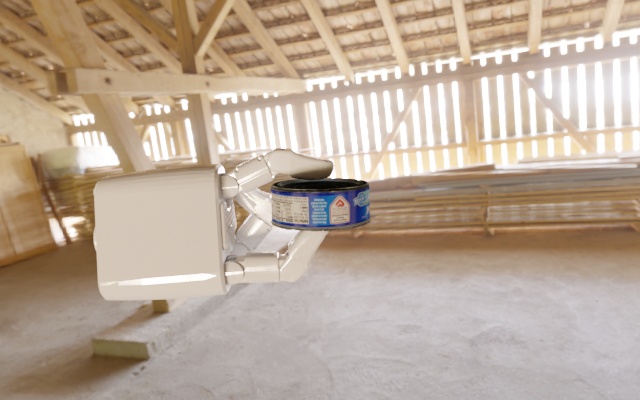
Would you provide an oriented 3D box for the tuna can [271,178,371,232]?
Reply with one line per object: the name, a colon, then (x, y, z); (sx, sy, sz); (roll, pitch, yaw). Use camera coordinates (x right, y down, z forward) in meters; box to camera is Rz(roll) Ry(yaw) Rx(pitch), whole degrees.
tuna can: (0.000, 0.001, 0.410); (0.086, 0.034, 0.086); (-1, 9, 0)
